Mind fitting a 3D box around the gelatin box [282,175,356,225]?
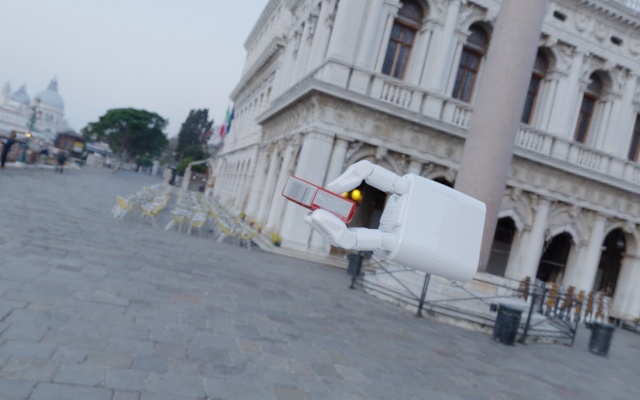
[{"bbox_3d":[0.000,0.001,0.597,0.089,0.030,0.073,23,-3,5],"label":"gelatin box"}]
